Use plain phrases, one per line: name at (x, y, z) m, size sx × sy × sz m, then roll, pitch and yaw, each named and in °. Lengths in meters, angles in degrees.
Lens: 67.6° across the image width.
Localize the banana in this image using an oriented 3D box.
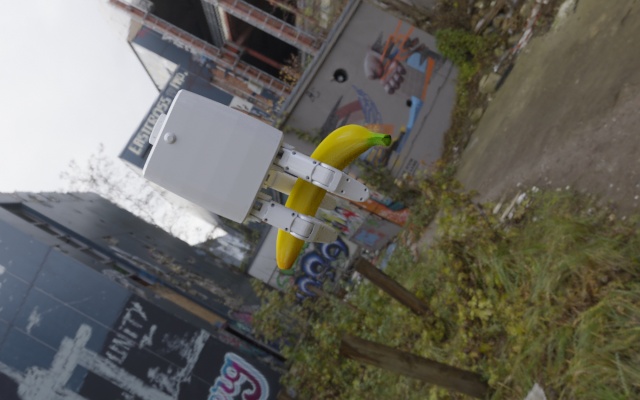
banana at (-0.003, -0.012, 0.522) m, size 0.037 × 0.198 × 0.069 m, roll 20°, pitch 29°, yaw -30°
